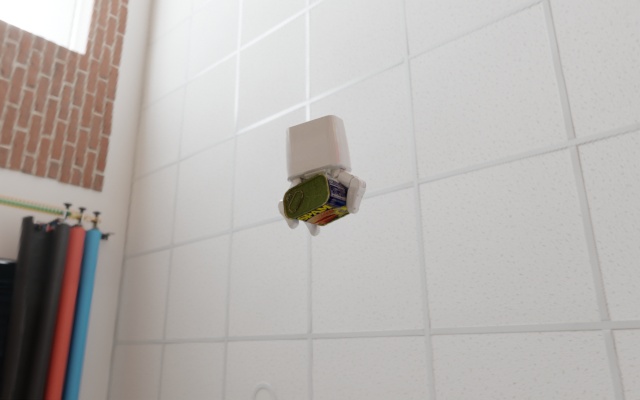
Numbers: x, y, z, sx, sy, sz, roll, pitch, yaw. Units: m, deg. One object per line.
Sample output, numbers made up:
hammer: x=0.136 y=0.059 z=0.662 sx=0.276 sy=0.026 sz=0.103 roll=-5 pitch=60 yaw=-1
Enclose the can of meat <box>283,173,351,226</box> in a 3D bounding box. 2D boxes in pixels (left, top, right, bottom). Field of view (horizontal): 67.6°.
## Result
can of meat: x=0.000 y=0.003 z=0.831 sx=0.102 sy=0.057 sz=0.084 roll=-26 pitch=-29 yaw=34
